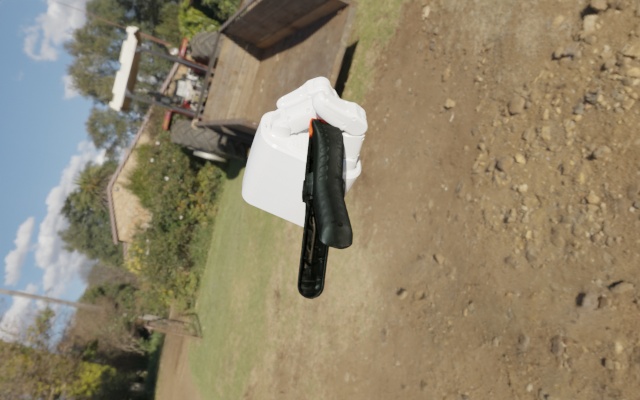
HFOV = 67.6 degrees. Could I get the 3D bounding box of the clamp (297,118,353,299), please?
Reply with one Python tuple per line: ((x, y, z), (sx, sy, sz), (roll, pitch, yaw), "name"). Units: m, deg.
((0.000, 0.001, 0.437), (0.039, 0.171, 0.120), (13, -42, -13), "clamp")
